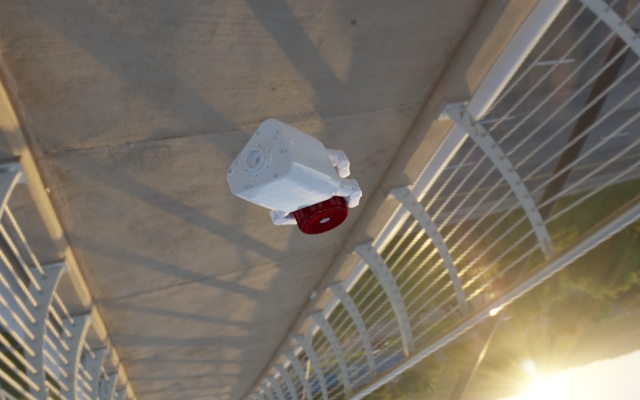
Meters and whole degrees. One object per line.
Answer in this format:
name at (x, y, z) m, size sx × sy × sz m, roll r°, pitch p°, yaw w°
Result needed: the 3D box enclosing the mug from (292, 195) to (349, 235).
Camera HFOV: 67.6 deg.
mug at (0.001, 0.003, 0.756) m, size 0.093 × 0.081 × 0.117 m, roll -35°, pitch -30°, yaw 24°
